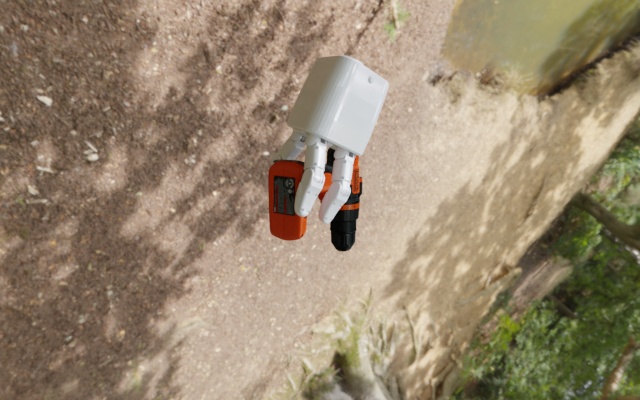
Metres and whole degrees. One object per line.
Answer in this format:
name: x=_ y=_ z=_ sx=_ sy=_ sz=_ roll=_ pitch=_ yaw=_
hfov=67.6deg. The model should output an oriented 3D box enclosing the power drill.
power drill: x=0.000 y=0.002 z=0.701 sx=0.057 sy=0.184 sz=0.187 roll=5 pitch=12 yaw=30
